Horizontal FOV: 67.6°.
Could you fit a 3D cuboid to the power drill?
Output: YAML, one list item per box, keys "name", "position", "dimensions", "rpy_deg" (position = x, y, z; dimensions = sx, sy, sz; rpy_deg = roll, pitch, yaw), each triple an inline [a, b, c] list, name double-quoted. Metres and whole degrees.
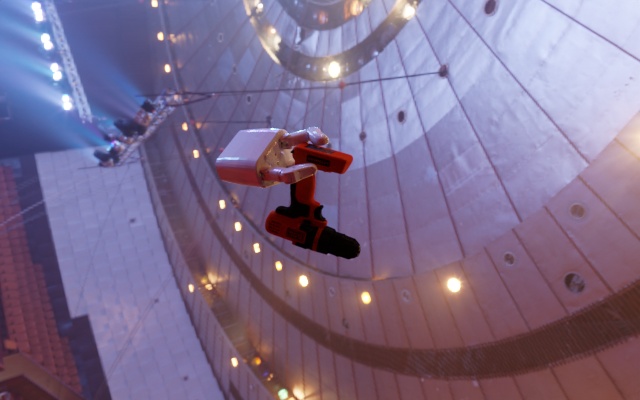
- name: "power drill"
  position: [0.000, 0.002, 0.853]
  dimensions: [0.184, 0.188, 0.057]
  rpy_deg: [17, 18, 11]
